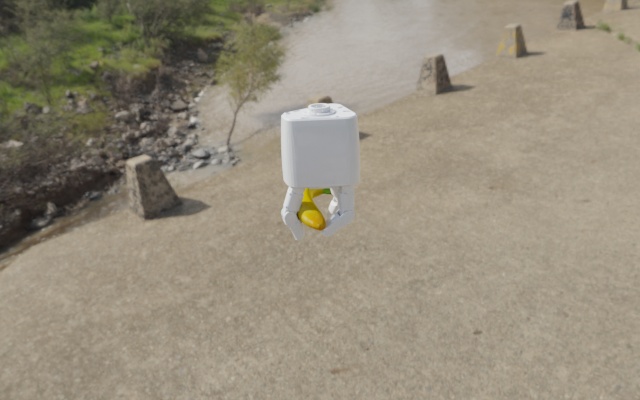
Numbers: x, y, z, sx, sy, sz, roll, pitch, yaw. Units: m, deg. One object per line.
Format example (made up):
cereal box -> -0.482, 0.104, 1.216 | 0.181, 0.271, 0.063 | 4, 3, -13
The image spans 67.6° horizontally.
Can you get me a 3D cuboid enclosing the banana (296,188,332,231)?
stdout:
banana -> -0.018, 0.000, 0.807 | 0.069, 0.037, 0.197 | 6, 20, 3
